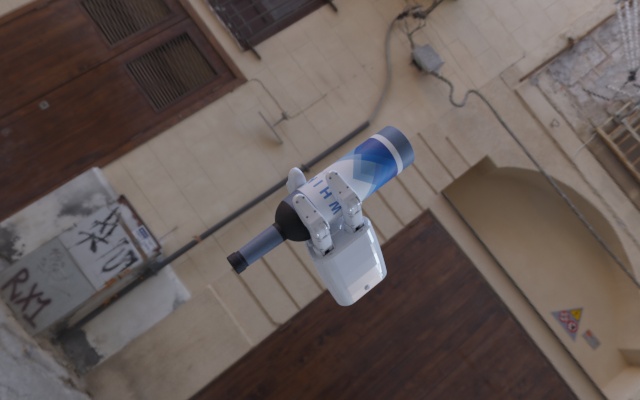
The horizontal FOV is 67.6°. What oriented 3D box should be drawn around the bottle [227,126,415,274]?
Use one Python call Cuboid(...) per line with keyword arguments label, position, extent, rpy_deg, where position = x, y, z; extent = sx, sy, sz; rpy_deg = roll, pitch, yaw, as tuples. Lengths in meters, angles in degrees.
Cuboid(label="bottle", position=(0.000, 0.002, 0.659), extent=(0.295, 0.069, 0.069), rpy_deg=(-36, 11, -15))
